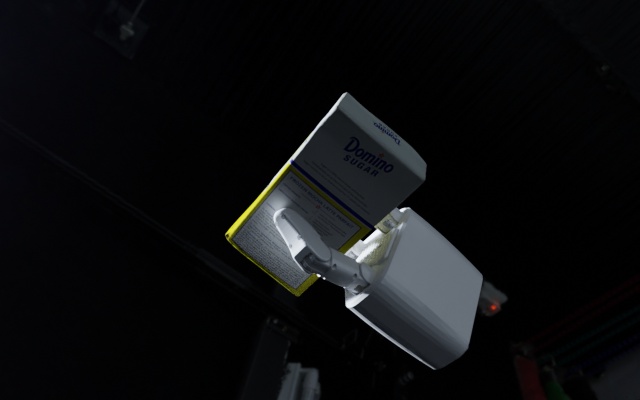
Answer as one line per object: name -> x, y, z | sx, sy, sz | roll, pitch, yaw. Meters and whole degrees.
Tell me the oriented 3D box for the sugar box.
sugar box -> 0.000, 0.001, 0.424 | 0.176, 0.093, 0.048 | -46, 9, 29
